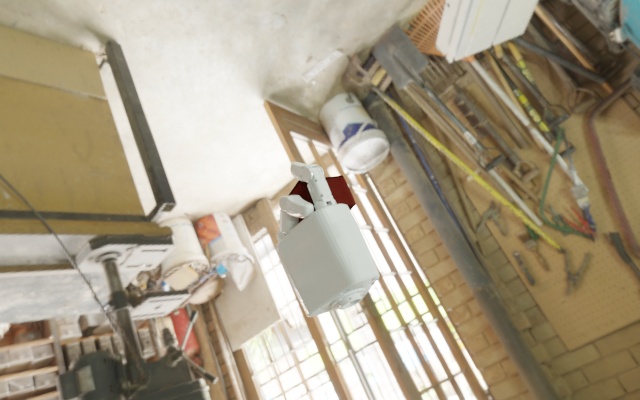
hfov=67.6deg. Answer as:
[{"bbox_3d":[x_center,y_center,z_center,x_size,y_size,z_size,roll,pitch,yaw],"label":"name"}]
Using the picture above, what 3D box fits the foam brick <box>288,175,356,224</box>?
[{"bbox_3d":[0.000,0.002,0.676,0.078,0.051,0.053,-9,-29,-35],"label":"foam brick"}]
